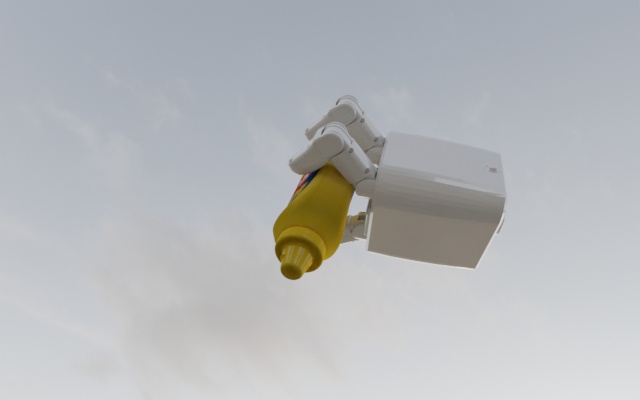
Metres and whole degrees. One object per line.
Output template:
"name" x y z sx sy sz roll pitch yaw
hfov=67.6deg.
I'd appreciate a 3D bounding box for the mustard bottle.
"mustard bottle" 0.000 0.001 0.443 0.058 0.096 0.191 30 38 -7
